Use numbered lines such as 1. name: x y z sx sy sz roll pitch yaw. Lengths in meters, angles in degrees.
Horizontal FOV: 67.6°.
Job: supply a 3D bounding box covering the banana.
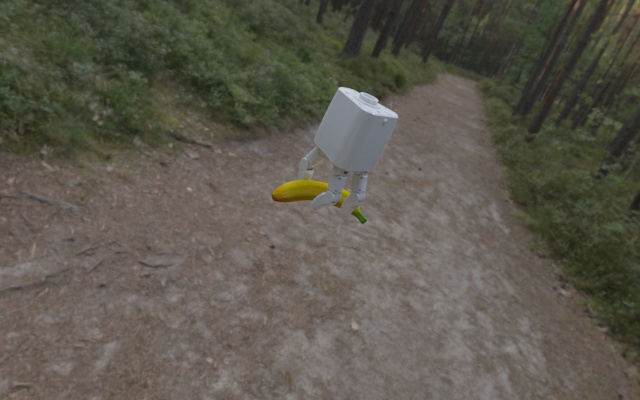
1. banana: -0.002 -0.007 0.873 0.198 0.037 0.069 14 31 -27
